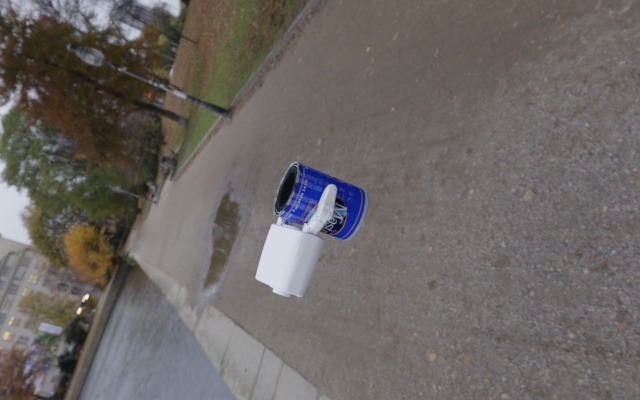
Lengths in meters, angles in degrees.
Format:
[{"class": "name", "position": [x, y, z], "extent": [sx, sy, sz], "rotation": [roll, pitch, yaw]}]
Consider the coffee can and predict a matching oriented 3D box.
[{"class": "coffee can", "position": [0.000, 0.003, 0.856], "extent": [0.140, 0.103, 0.103], "rotation": [21, -7, -19]}]
